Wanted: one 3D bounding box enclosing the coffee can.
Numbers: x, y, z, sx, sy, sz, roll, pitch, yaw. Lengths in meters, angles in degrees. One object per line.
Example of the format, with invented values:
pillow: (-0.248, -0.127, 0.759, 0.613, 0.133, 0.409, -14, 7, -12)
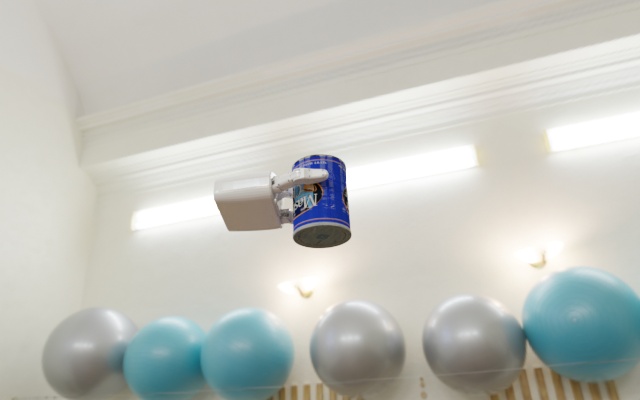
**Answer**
coffee can: (0.000, 0.003, 0.860, 0.103, 0.140, 0.103, -2, -27, -1)
